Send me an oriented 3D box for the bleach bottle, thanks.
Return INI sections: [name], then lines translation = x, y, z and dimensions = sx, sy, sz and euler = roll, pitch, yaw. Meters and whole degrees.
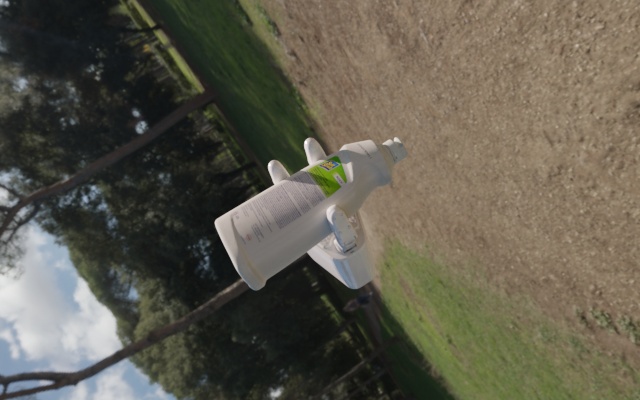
[bleach bottle]
translation = 0.000, 0.002, 0.593
dimensions = 0.251, 0.102, 0.068
euler = -31, -36, -5
